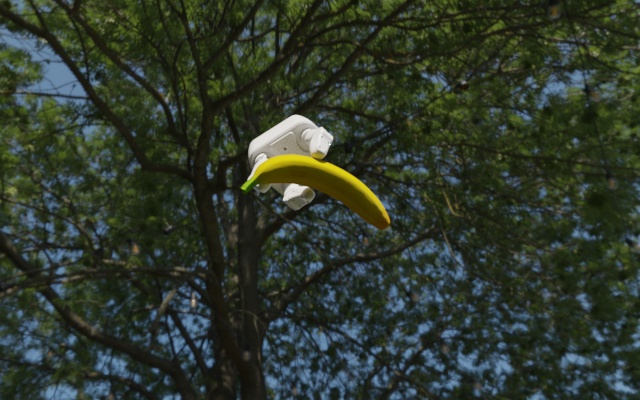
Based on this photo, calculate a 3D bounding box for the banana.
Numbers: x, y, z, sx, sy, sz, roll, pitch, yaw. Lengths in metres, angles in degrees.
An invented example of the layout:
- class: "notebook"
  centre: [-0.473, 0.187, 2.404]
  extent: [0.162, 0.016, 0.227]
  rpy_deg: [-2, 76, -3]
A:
- class: "banana"
  centre: [0.001, -0.017, 0.609]
  extent: [0.198, 0.069, 0.037]
  rpy_deg: [14, -9, -12]
